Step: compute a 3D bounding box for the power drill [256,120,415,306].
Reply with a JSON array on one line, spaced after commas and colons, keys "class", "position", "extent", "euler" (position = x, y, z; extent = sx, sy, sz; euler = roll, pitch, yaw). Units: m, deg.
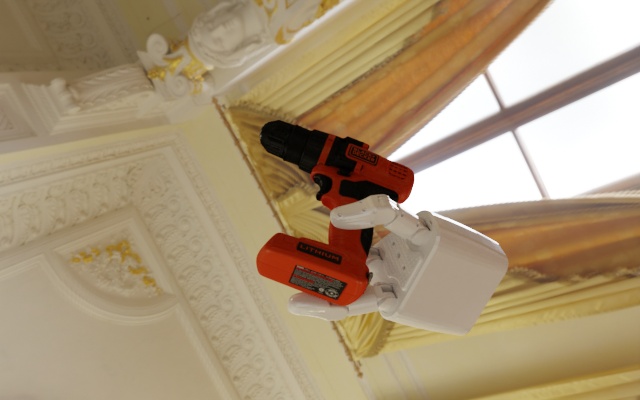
[{"class": "power drill", "position": [0.000, 0.002, 0.498], "extent": [0.184, 0.187, 0.057], "euler": [20, -39, 1]}]
